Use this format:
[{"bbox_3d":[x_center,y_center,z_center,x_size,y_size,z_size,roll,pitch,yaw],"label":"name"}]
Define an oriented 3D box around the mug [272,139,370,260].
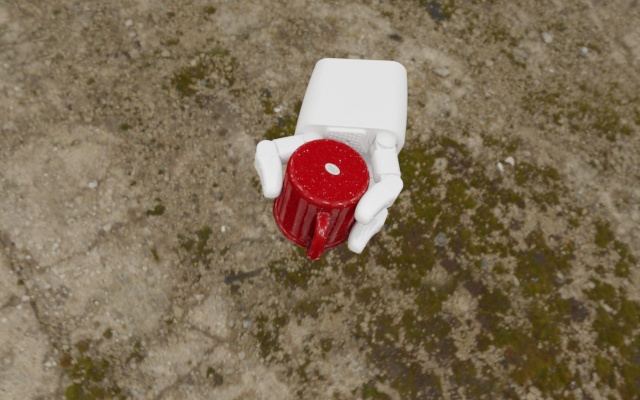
[{"bbox_3d":[0.000,0.003,0.478,0.093,0.117,0.081,12,-33,-5],"label":"mug"}]
